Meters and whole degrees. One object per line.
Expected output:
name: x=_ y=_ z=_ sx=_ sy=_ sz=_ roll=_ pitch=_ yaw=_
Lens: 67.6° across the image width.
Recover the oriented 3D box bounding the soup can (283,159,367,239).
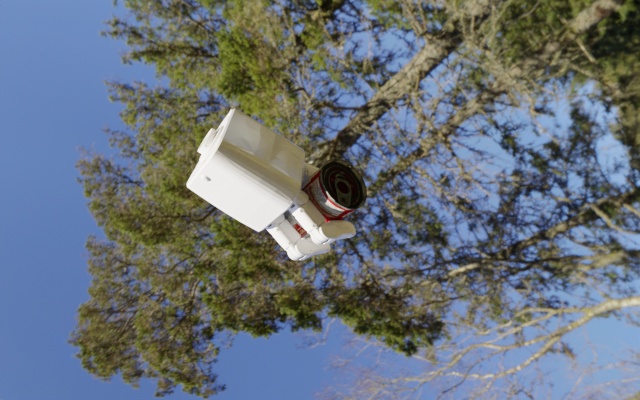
soup can: x=0.000 y=0.002 z=0.599 sx=0.068 sy=0.068 sz=0.102 roll=0 pitch=-26 yaw=-39
